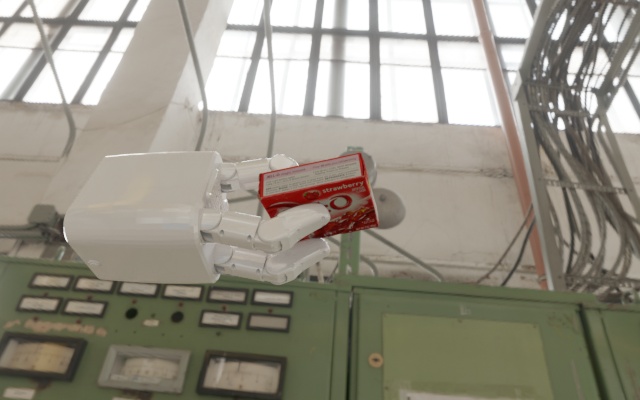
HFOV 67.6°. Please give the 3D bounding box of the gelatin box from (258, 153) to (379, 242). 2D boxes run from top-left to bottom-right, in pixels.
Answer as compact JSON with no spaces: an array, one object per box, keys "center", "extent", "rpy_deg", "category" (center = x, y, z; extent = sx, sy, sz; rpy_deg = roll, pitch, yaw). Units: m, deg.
[{"center":[0.000,0.001,0.407],"extent":[0.089,0.030,0.073],"rpy_deg":[-12,-38,9],"category":"gelatin box"}]
